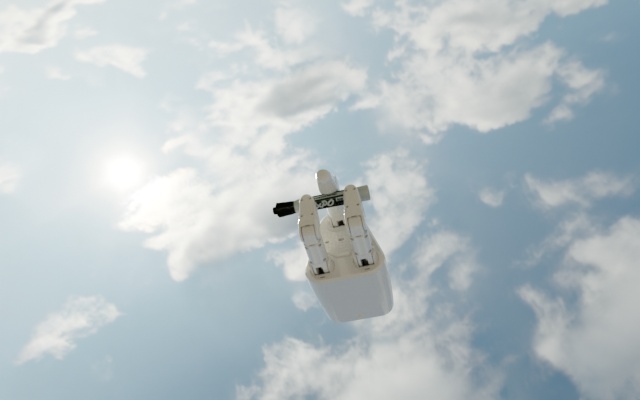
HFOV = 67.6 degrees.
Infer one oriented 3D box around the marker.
[{"bbox_3d":[0.000,0.002,0.584,0.121,0.020,0.020,-11,-2,9],"label":"marker"}]
